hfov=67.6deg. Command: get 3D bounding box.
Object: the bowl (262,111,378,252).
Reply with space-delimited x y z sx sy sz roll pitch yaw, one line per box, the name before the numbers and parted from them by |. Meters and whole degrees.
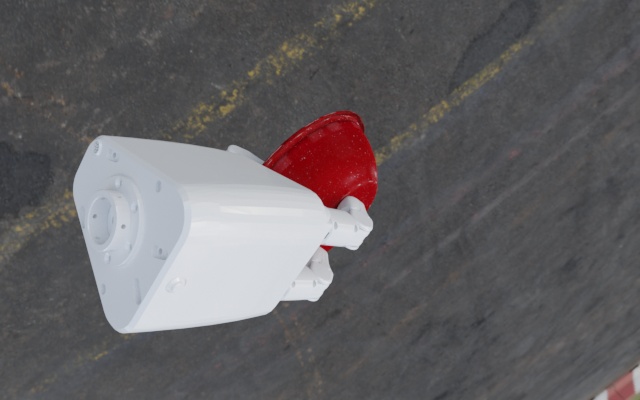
bowl | 0.001 0.001 0.430 0.055 0.162 0.162 43 18 20
